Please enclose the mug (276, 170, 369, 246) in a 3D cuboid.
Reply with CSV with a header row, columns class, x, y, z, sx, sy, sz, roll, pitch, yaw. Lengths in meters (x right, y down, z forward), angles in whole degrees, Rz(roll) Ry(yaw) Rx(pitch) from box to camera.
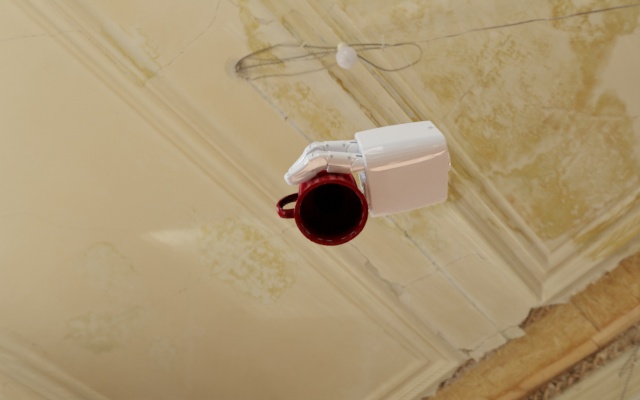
class,x,y,z,sx,sy,sz,roll,pitch,yaw
mug,-0.001,0.002,0.629,0.117,0.093,0.081,-10,25,2
